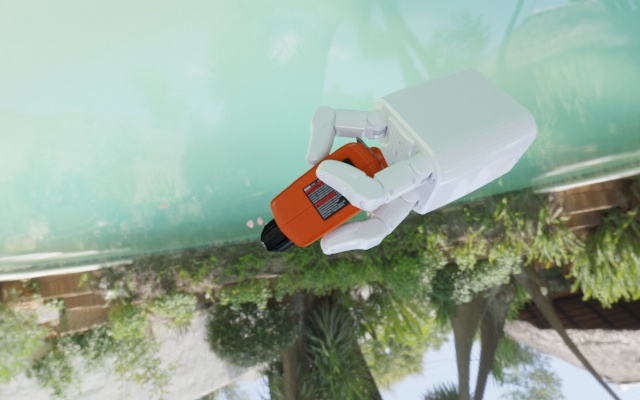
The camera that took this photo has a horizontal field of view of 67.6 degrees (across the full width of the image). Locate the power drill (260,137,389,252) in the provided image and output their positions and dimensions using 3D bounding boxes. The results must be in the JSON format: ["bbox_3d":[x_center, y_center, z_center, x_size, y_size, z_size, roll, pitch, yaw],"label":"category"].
[{"bbox_3d":[0.000,0.002,0.508,0.184,0.057,0.187,-37,0,4],"label":"power drill"}]
